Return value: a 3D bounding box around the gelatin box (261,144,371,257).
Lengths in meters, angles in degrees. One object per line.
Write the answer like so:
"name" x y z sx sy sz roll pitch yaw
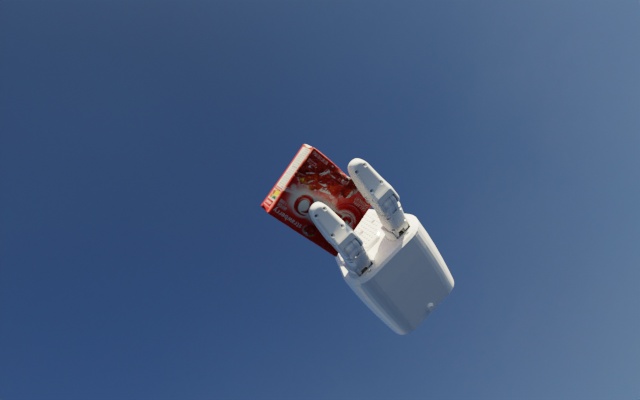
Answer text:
"gelatin box" 0.000 0.001 0.458 0.089 0.073 0.030 36 -2 -26
